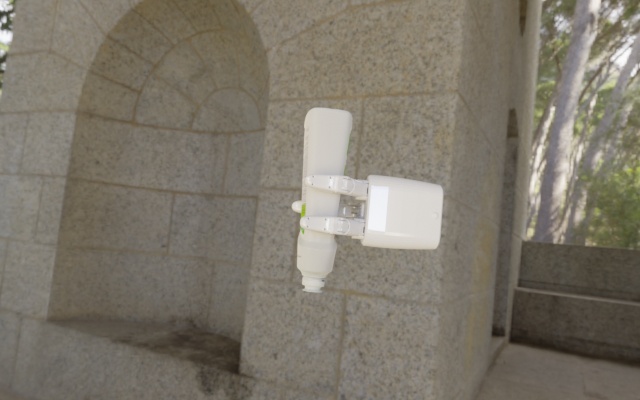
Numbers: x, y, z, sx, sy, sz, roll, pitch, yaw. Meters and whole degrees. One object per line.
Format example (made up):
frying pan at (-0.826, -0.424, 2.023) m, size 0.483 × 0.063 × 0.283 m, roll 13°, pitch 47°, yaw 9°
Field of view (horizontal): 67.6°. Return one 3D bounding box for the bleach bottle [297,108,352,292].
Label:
bleach bottle at (0.000, 0.002, 0.683) m, size 0.068 × 0.251 × 0.102 m, roll 6°, pitch -4°, yaw -4°
